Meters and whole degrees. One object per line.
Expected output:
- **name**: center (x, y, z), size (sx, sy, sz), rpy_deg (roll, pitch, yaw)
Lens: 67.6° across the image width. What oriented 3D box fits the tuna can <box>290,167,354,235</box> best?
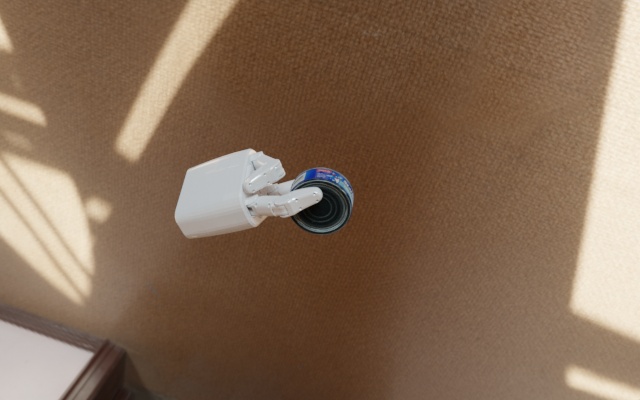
- **tuna can**: center (0.000, 0.002, 0.624), size (0.086, 0.086, 0.033), rpy_deg (0, 30, 7)
